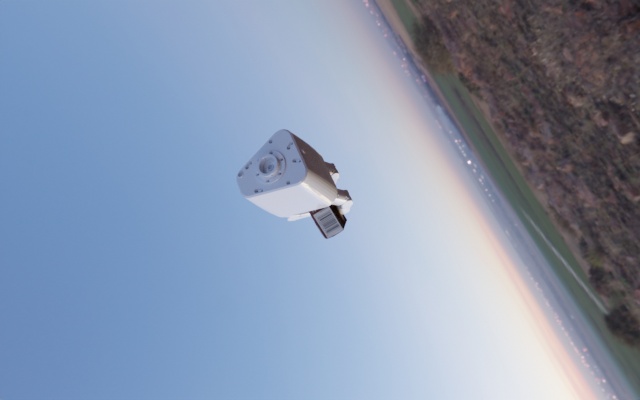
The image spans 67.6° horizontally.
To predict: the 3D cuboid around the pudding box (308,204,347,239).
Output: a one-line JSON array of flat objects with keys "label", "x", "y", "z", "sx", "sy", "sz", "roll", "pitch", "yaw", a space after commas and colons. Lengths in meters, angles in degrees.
[{"label": "pudding box", "x": 0.000, "y": 0.003, "z": 0.807, "sx": 0.039, "sy": 0.113, "sz": 0.090, "roll": -29, "pitch": 4, "yaw": 11}]
